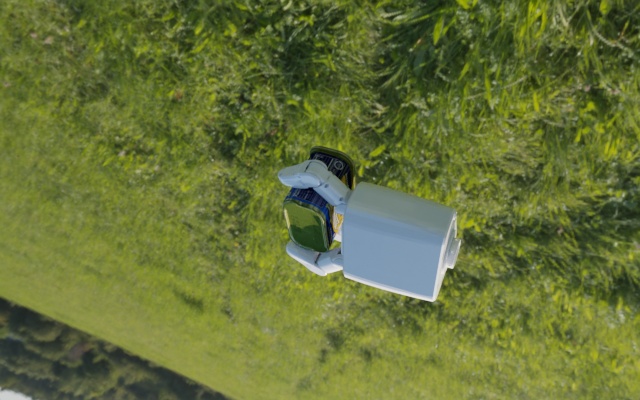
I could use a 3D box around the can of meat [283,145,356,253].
[{"bbox_3d":[0.000,0.002,0.561,0.057,0.084,0.102,17,-32,18],"label":"can of meat"}]
